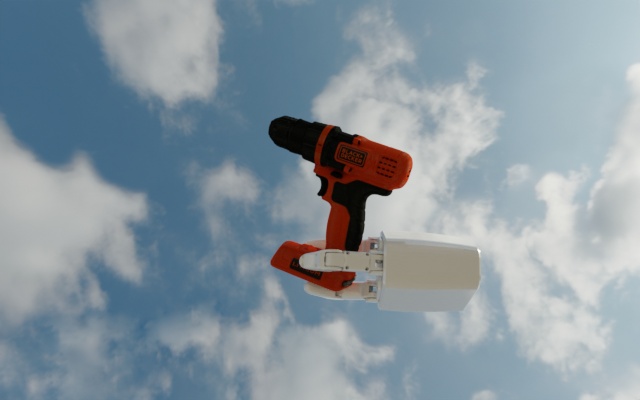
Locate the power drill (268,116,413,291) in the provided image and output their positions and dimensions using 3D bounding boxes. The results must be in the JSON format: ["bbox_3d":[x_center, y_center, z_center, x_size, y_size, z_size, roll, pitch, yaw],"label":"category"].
[{"bbox_3d":[0.000,0.002,0.585,0.184,0.188,0.057,20,12,18],"label":"power drill"}]
